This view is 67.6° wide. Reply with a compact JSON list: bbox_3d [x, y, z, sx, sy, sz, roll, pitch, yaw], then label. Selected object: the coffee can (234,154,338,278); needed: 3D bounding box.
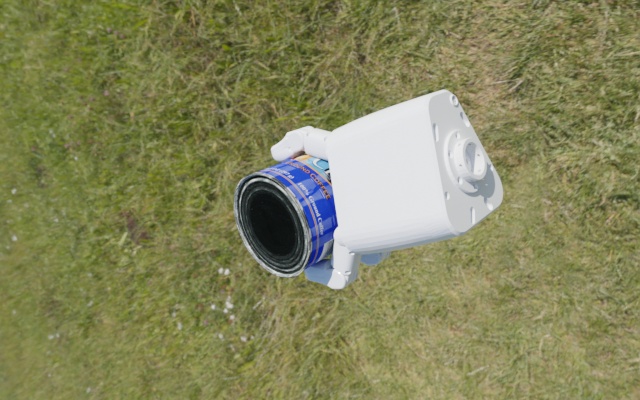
[{"bbox_3d":[0.000,0.001,0.480,0.103,0.103,0.140,0,19,45],"label":"coffee can"}]
